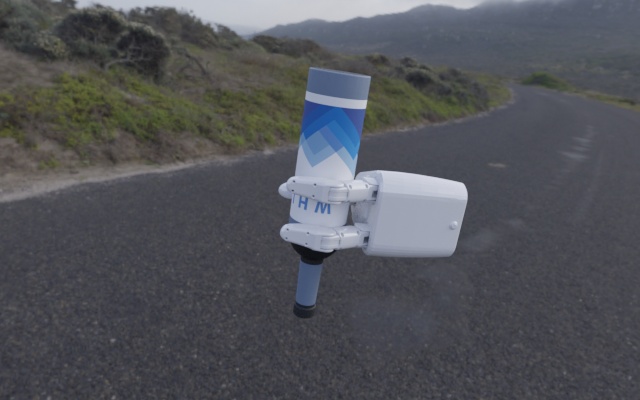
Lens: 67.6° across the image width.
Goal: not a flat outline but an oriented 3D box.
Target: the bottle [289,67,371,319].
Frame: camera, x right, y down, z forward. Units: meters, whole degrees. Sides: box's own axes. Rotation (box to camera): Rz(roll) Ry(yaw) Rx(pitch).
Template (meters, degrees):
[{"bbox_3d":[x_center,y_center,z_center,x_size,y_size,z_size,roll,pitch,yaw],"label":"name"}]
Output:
[{"bbox_3d":[0.000,0.002,0.553,0.069,0.296,0.069,8,17,-2],"label":"bottle"}]
